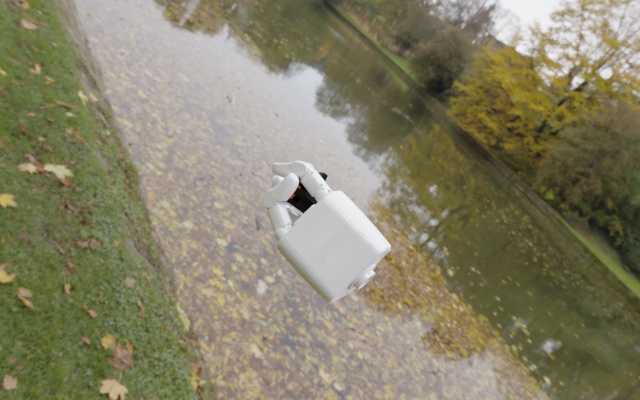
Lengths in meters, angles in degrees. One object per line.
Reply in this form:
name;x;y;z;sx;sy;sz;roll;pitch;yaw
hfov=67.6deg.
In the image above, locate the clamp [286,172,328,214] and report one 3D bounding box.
clamp;0.000;0.002;0.732;0.120;0.039;0.171;47;20;17
